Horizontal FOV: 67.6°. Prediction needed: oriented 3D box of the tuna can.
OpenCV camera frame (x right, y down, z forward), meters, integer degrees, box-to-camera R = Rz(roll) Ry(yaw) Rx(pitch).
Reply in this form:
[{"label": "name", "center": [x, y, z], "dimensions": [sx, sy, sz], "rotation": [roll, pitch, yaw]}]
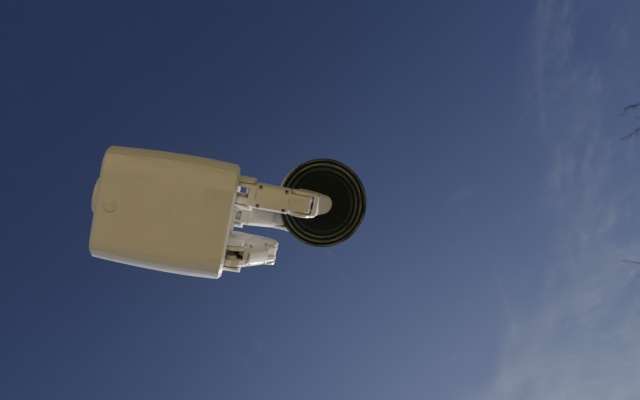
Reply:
[{"label": "tuna can", "center": [0.000, 0.002, 0.474], "dimensions": [0.086, 0.086, 0.034], "rotation": [0, 3, -9]}]
